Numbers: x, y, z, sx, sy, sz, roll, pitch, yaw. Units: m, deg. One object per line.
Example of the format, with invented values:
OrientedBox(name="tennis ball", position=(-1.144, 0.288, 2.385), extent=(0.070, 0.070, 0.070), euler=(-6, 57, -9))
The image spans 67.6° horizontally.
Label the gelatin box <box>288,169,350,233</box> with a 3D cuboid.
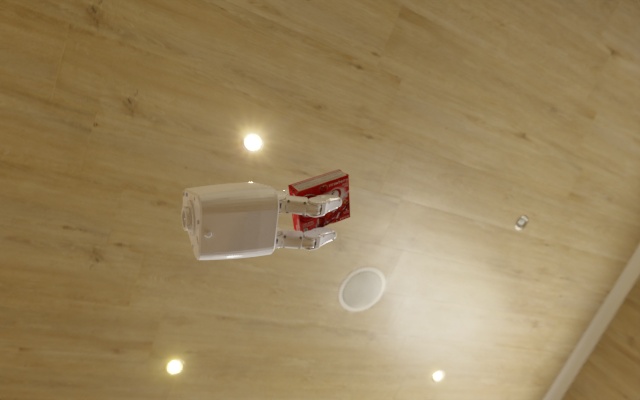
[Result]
OrientedBox(name="gelatin box", position=(0.000, 0.002, 0.702), extent=(0.089, 0.073, 0.030), euler=(-19, 33, -25))
